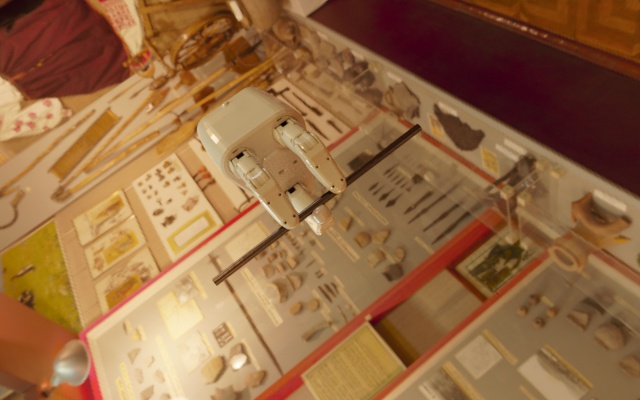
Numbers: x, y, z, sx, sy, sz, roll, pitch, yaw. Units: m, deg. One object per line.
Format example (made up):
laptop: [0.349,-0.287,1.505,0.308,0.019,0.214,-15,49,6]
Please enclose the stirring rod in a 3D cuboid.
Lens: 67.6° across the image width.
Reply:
stirring rod: [0.000,0.001,0.443,0.239,0.011,0.011,-37,6,-8]
